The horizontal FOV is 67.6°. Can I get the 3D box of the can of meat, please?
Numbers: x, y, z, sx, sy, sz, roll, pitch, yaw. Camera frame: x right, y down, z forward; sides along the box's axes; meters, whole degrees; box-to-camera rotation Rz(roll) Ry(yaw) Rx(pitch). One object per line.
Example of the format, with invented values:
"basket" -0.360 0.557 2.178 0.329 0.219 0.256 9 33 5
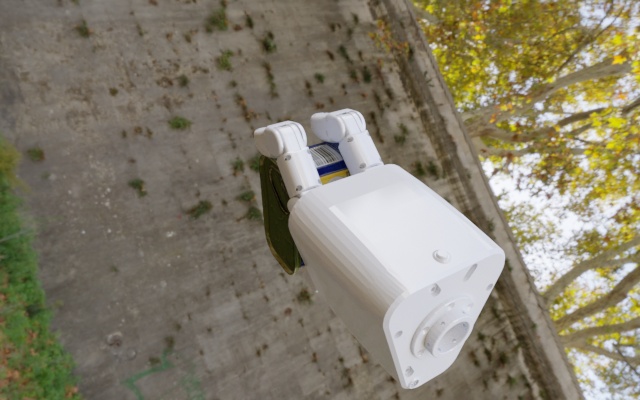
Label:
"can of meat" 0.000 0.001 0.403 0.084 0.102 0.057 -18 37 -25
